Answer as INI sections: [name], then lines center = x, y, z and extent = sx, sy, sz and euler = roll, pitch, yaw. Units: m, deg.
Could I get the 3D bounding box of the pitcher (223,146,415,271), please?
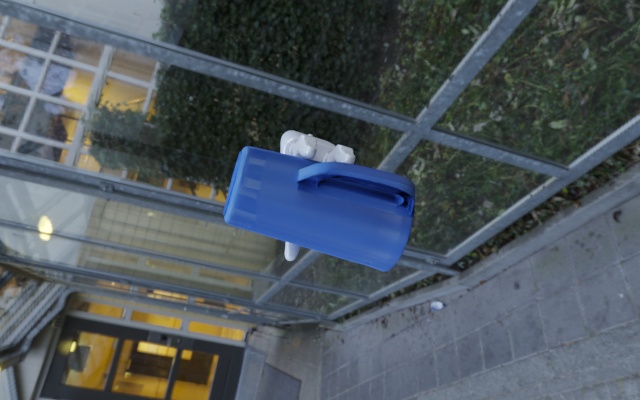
[pitcher]
center = 0.000, 0.002, 0.651
extent = 0.243, 0.149, 0.145
euler = 15, 15, -13
